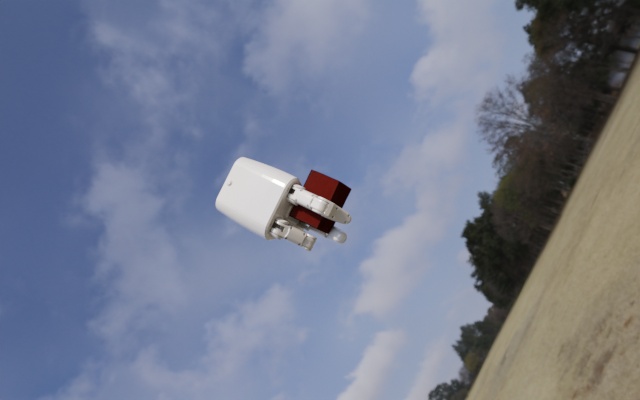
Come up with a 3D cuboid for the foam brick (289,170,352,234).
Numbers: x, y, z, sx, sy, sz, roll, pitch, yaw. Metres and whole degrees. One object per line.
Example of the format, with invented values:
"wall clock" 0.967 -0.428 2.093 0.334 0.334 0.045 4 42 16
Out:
"foam brick" 0.000 0.002 0.704 0.051 0.078 0.053 25 -3 27
